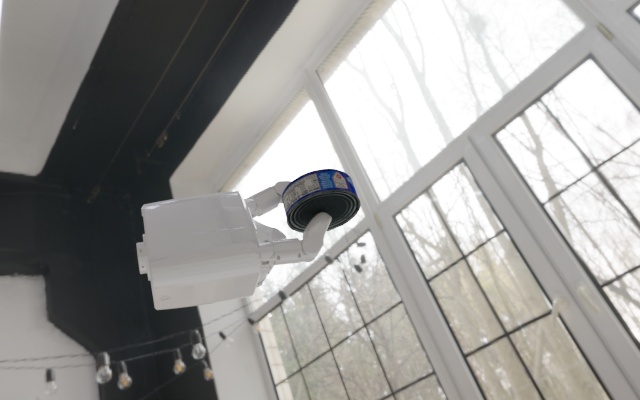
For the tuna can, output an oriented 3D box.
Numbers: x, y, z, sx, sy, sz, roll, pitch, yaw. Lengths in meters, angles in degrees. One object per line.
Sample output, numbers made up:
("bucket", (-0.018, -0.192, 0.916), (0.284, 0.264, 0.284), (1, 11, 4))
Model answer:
("tuna can", (0.000, 0.001, 0.543), (0.086, 0.033, 0.086), (-12, -32, -7))
